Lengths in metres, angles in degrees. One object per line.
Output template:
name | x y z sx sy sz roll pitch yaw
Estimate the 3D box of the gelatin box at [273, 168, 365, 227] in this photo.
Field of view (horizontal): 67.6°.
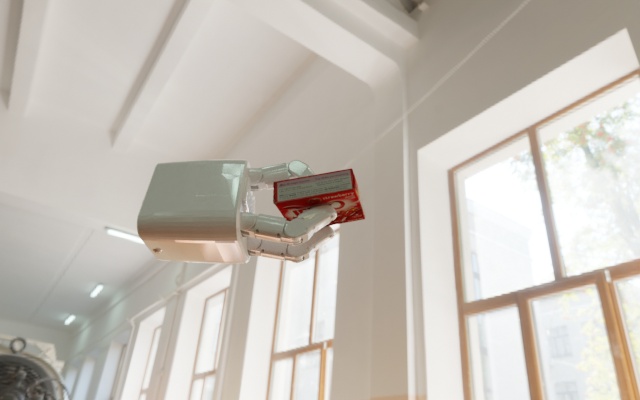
gelatin box | 0.000 0.001 0.527 0.089 0.030 0.073 -10 -29 9
